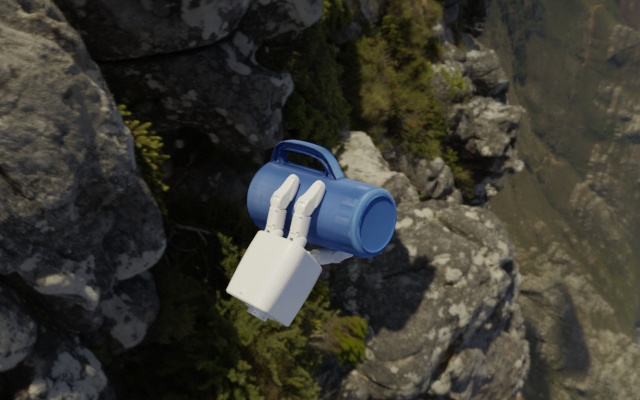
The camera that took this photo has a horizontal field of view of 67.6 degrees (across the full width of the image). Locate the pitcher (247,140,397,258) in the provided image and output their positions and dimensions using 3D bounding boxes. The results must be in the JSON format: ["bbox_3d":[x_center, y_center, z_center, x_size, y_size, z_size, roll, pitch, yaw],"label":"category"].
[{"bbox_3d":[0.000,0.003,0.784,0.243,0.145,0.149,15,-24,43],"label":"pitcher"}]
